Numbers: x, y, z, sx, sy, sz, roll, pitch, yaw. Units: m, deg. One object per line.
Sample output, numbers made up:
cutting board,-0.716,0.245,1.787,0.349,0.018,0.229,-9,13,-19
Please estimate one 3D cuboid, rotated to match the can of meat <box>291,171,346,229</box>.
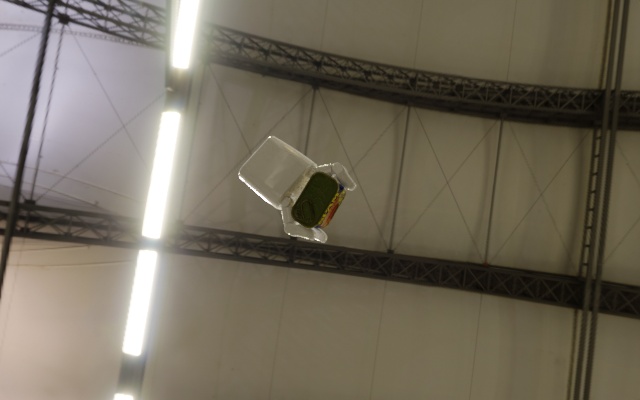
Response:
can of meat,0.000,0.003,0.888,0.057,0.102,0.084,32,3,16
